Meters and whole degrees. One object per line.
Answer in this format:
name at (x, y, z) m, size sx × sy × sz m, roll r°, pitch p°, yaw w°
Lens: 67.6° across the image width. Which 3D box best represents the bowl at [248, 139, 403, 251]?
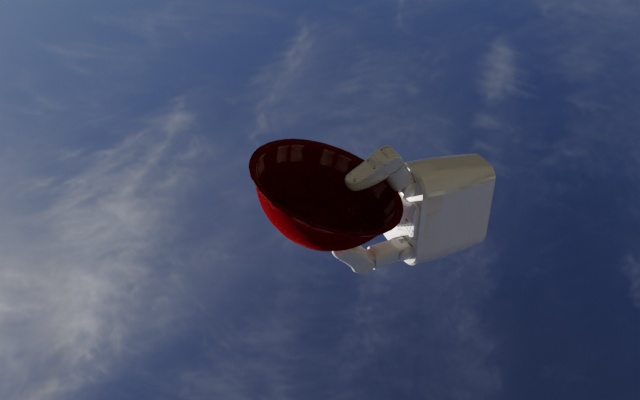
bowl at (-0.001, 0.002, 0.490) m, size 0.162 × 0.055 × 0.162 m, roll 15°, pitch 33°, yaw -10°
